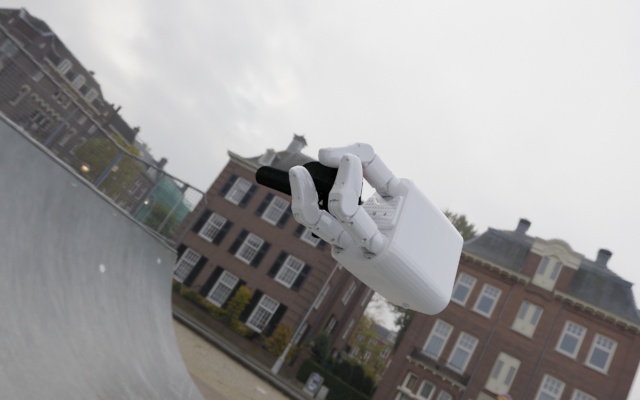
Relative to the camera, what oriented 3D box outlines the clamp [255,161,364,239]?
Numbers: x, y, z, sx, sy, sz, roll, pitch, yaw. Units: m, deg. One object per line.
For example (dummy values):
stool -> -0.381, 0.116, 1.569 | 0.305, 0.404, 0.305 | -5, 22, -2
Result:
clamp -> 0.000, 0.001, 0.548 | 0.120, 0.039, 0.171 | 43, -20, -24
